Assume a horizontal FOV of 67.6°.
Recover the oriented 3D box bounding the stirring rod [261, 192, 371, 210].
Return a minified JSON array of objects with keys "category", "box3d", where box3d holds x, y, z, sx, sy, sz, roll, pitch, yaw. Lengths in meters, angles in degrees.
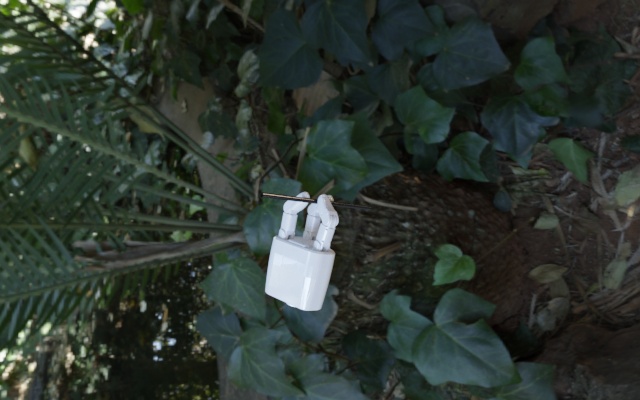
[{"category":"stirring rod","box3d":[0.000,0.003,0.835,0.239,0.011,0.011,7,-5,-38]}]
